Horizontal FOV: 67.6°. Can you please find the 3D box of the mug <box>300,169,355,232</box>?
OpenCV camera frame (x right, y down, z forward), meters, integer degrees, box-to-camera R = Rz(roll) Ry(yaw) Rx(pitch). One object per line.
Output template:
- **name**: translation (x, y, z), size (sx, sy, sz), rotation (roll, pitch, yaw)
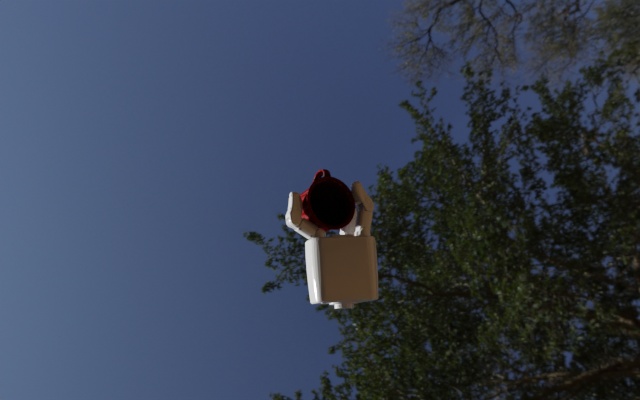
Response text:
- **mug**: translation (0.000, 0.001, 0.840), size (0.093, 0.117, 0.081), rotation (6, -18, -27)
